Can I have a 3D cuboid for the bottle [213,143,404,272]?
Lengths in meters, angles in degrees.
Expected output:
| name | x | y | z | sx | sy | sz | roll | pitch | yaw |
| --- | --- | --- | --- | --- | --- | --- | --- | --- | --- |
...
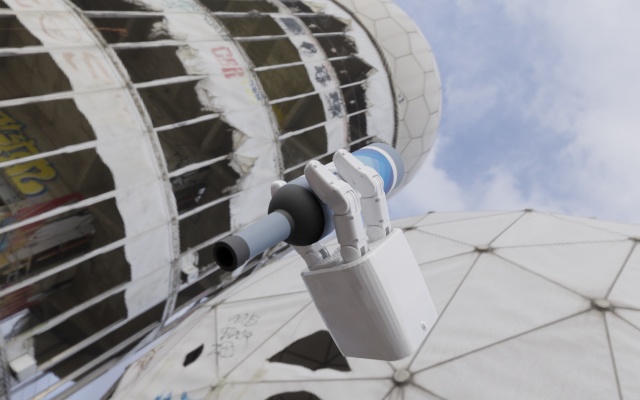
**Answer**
| name | x | y | z | sx | sy | sz | roll | pitch | yaw |
| --- | --- | --- | --- | --- | --- | --- | --- | --- | --- |
| bottle | 0.000 | 0.002 | 0.506 | 0.069 | 0.069 | 0.295 | 0 | 18 | 34 |
